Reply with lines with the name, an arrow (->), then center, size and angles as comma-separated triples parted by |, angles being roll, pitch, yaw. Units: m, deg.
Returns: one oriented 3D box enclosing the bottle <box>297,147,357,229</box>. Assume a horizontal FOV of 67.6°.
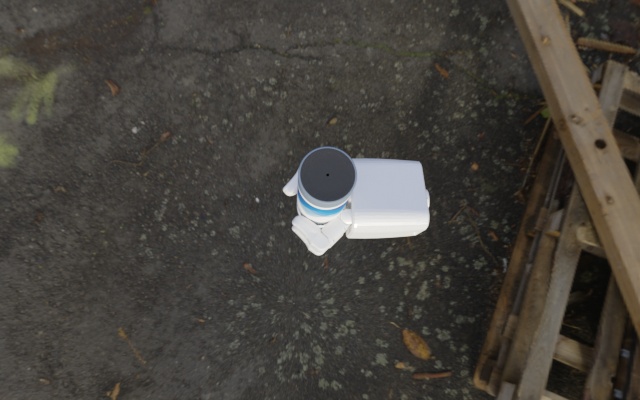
bottle -> 0.000, 0.002, 0.674 | 0.069, 0.069, 0.296 | 0, -12, -3
